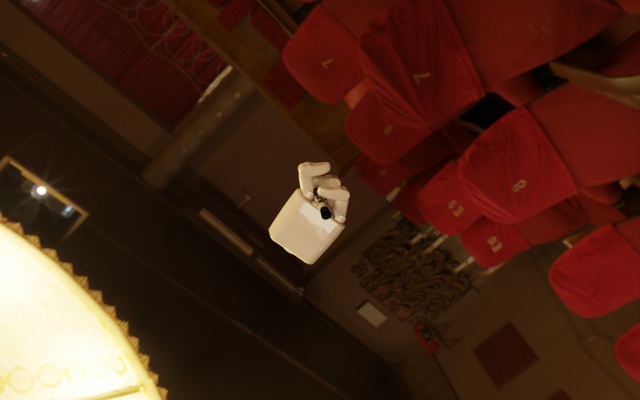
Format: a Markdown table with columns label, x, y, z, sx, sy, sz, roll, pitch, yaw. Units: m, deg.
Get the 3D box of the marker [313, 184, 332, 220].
| label | x | y | z | sx | sy | sz | roll | pitch | yaw |
| --- | --- | --- | --- | --- | --- | --- | --- | --- | --- |
| marker | 0.000 | 0.003 | 0.883 | 0.020 | 0.020 | 0.121 | 0 | 26 | -12 |
